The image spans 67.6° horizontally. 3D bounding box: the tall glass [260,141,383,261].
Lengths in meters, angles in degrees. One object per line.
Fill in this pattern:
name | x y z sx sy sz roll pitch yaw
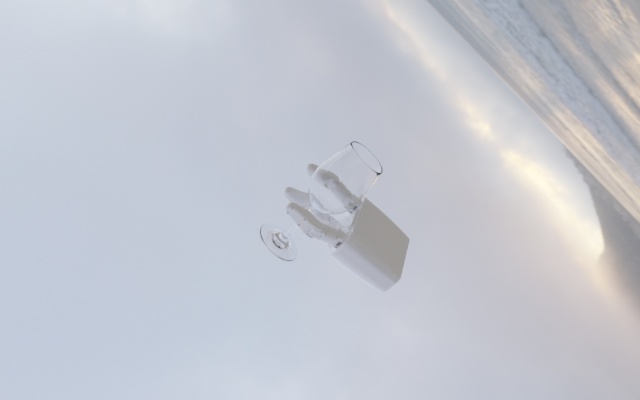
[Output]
tall glass | 0.000 0.003 0.707 0.201 0.079 0.079 -44 -22 24
